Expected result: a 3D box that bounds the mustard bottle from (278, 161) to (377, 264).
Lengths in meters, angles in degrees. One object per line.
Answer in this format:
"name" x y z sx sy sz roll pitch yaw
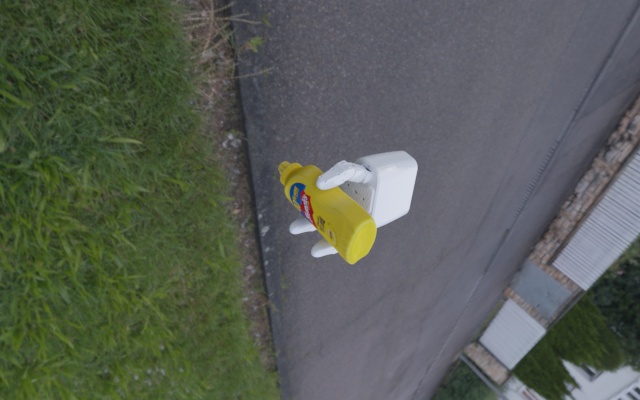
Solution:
"mustard bottle" 0.000 0.003 0.715 0.058 0.191 0.096 -33 -31 -22
